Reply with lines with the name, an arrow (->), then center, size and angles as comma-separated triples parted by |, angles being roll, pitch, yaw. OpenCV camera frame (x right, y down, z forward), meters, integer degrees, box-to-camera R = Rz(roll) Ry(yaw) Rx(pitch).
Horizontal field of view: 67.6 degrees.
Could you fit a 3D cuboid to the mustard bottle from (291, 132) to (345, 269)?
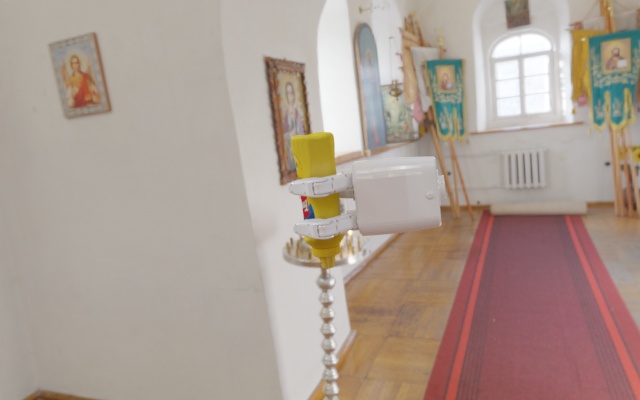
mustard bottle -> 0.000, 0.002, 0.669 | 0.058, 0.192, 0.096 | -10, 11, -12
